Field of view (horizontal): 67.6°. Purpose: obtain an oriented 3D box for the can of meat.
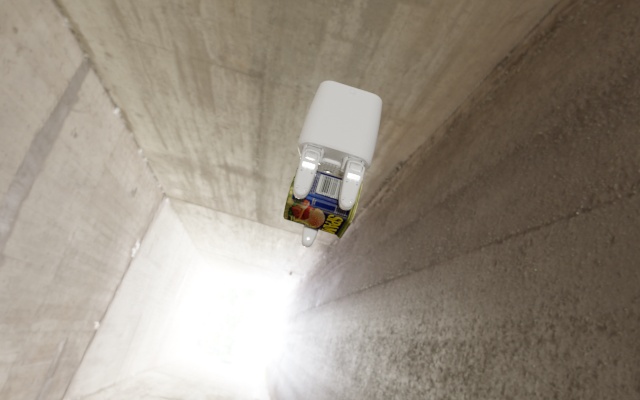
[{"bbox_3d":[0.000,0.002,0.615,0.084,0.057,0.102,17,-21,-2],"label":"can of meat"}]
